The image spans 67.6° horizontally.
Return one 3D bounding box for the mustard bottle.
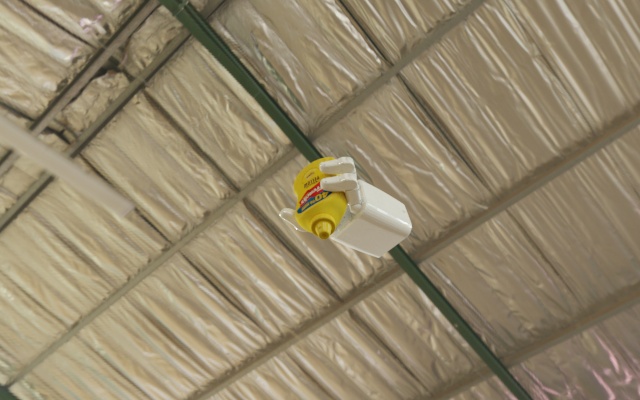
[{"bbox_3d":[0.000,0.002,0.828,0.096,0.058,0.191,-31,31,15],"label":"mustard bottle"}]
